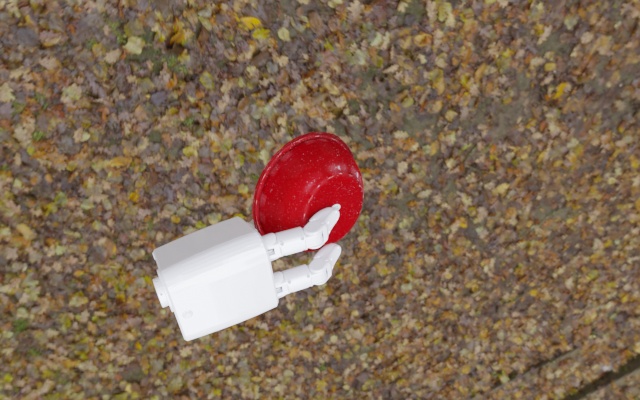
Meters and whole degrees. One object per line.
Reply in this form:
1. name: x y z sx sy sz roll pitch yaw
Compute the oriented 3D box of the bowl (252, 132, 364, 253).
1. bowl: 0.001 0.001 0.578 0.162 0.162 0.055 0 21 -42
